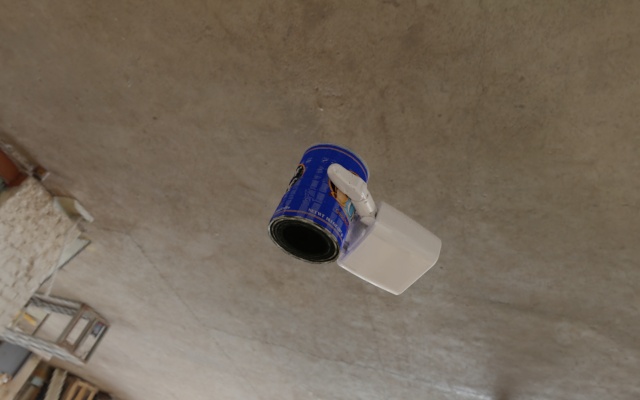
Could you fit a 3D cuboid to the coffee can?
[{"bbox_3d":[0.000,0.002,0.663,0.103,0.140,0.103,15,-36,12],"label":"coffee can"}]
